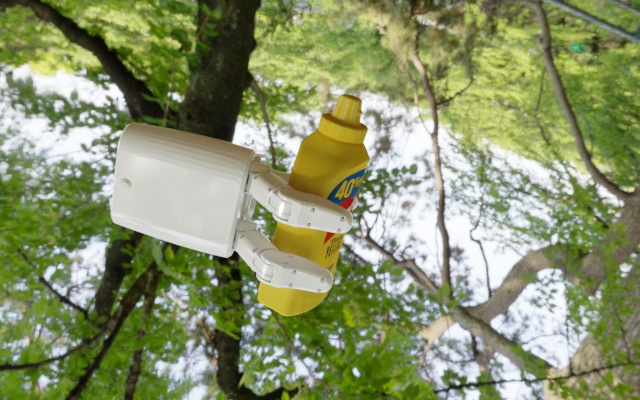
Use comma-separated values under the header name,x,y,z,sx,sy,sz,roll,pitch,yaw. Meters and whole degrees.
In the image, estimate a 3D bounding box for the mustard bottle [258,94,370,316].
name,x,y,z,sx,sy,sz,roll,pitch,yaw
mustard bottle,0.000,0.002,0.421,0.058,0.192,0.096,24,23,21
